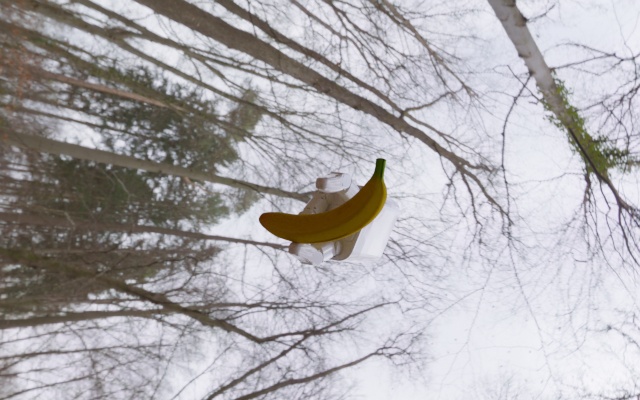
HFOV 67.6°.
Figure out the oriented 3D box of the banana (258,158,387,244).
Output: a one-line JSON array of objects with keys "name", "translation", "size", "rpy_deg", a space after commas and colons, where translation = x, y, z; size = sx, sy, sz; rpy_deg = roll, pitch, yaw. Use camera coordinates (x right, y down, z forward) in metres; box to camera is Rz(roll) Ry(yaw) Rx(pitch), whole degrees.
[{"name": "banana", "translation": [0.007, 0.018, 0.588], "size": [0.198, 0.069, 0.037], "rpy_deg": [-24, -22, 28]}]
